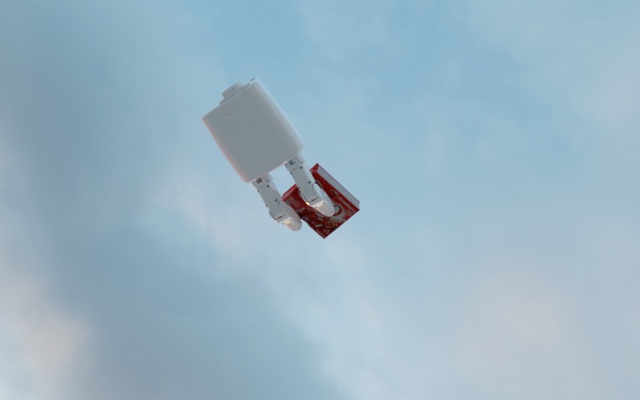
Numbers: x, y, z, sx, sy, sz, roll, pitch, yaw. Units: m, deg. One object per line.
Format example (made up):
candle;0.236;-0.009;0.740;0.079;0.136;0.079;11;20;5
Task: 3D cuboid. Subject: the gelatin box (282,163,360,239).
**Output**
gelatin box;0.000;0.002;0.681;0.073;0.089;0.030;-41;19;24
